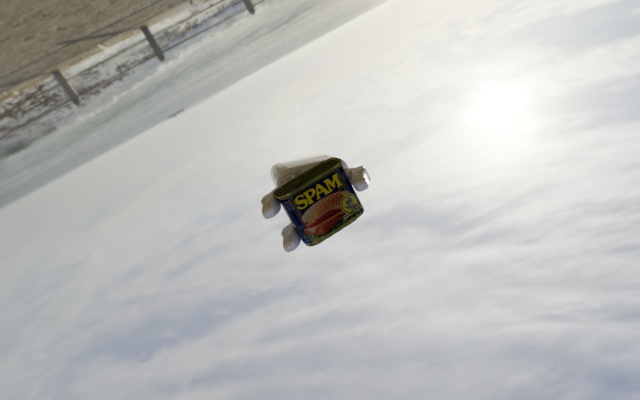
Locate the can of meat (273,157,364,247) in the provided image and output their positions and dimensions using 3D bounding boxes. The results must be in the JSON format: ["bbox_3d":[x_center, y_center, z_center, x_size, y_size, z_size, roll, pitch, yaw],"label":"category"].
[{"bbox_3d":[0.000,0.002,0.658,0.102,0.084,0.057,-31,18,-10],"label":"can of meat"}]
